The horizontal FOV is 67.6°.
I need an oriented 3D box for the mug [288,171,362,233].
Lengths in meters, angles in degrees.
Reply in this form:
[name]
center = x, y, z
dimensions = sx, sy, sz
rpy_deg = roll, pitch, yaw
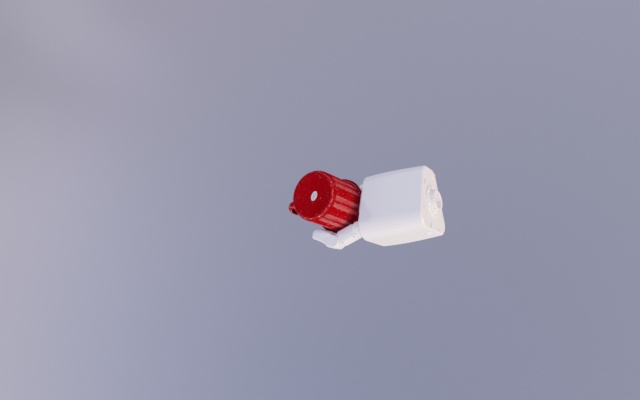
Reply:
[mug]
center = -0.001, 0.003, 0.775
dimensions = 0.117, 0.093, 0.081
rpy_deg = -13, -20, 32
